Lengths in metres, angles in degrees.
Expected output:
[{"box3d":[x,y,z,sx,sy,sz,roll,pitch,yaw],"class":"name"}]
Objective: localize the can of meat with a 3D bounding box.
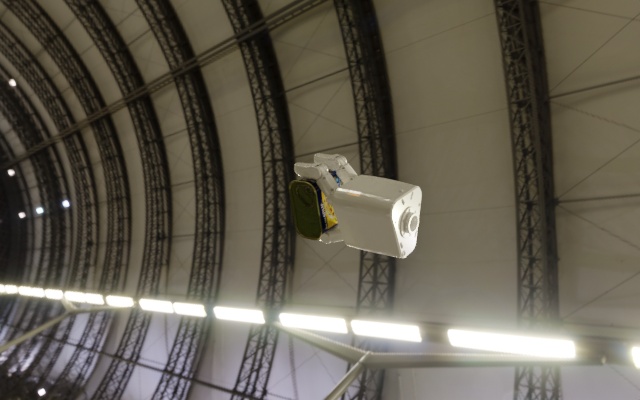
[{"box3d":[0.000,0.003,0.802,0.057,0.102,0.084,8,26,39],"class":"can of meat"}]
